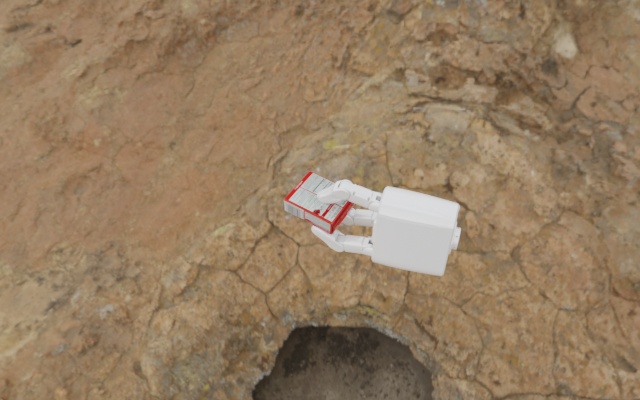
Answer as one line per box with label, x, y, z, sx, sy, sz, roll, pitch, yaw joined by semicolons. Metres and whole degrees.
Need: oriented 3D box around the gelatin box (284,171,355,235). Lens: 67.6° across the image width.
gelatin box;0.000;0.002;0.727;0.089;0.030;0.073;26;54;19
